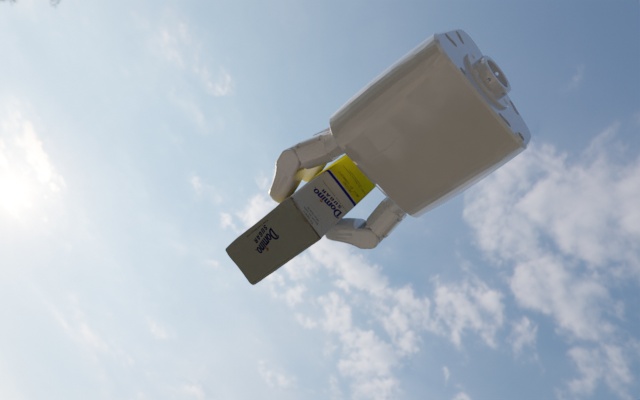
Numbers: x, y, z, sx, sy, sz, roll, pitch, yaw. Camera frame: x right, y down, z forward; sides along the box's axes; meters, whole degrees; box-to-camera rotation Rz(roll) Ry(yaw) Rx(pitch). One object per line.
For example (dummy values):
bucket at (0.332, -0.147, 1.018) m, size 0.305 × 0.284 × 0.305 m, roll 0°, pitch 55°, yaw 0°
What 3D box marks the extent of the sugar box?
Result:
sugar box at (0.000, 0.001, 0.439) m, size 0.093 × 0.048 × 0.176 m, roll -37°, pitch -1°, yaw 36°
